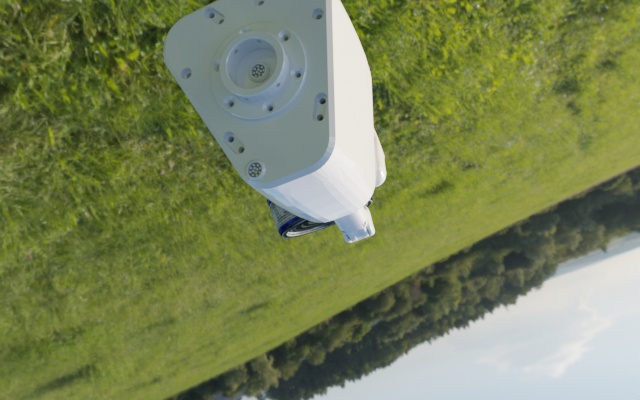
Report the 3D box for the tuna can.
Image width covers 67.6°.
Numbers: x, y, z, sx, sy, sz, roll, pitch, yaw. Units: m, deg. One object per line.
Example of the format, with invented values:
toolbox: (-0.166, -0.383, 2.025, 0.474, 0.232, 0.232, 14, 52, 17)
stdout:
tuna can: (0.000, 0.002, 0.405, 0.086, 0.033, 0.086, -21, -11, -4)
